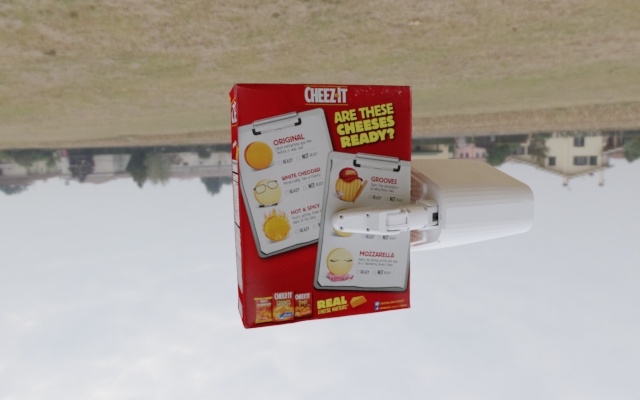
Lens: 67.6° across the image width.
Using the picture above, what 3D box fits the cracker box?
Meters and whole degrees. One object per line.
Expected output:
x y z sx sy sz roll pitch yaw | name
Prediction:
0.000 0.002 0.457 0.164 0.214 0.072 -3 6 -17 | cracker box
